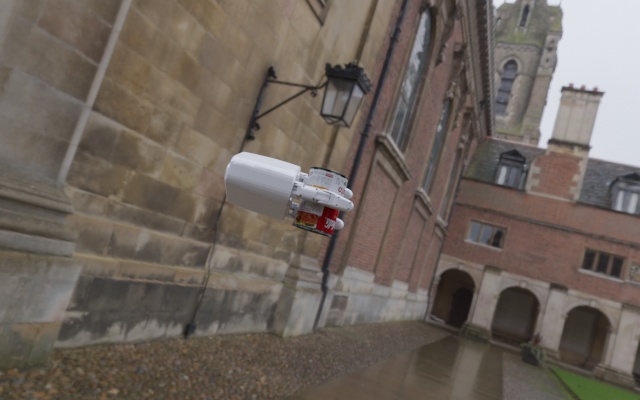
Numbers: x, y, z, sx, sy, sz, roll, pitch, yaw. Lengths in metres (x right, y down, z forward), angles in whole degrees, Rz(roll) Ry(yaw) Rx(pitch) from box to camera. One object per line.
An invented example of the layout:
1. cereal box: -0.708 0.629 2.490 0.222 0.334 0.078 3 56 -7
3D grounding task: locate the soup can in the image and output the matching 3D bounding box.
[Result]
1. soup can: 0.001 0.002 0.790 0.068 0.102 0.068 17 -7 2
